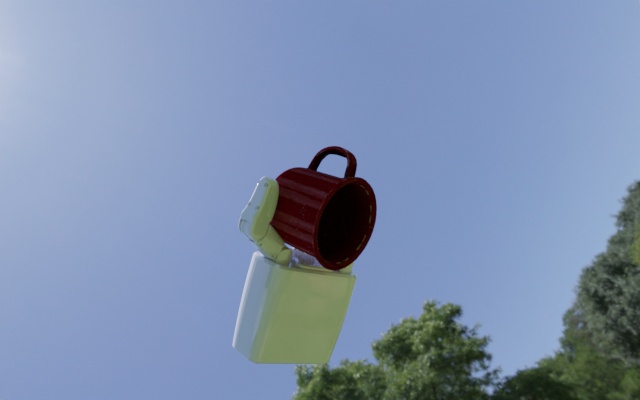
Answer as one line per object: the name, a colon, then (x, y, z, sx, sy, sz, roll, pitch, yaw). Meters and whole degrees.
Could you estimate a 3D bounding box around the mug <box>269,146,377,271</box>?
mug: (0.000, 0.000, 0.481, 0.081, 0.117, 0.093, 19, 5, 40)
